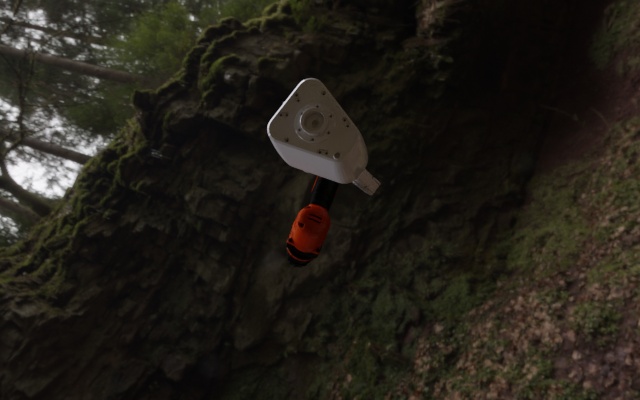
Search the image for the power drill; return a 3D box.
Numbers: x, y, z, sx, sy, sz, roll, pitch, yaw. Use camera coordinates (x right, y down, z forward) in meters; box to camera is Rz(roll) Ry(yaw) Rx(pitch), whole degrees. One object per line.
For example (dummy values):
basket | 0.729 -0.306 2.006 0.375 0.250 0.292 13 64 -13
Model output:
power drill | 0.000 0.002 0.726 0.057 0.187 0.184 20 -25 -3
